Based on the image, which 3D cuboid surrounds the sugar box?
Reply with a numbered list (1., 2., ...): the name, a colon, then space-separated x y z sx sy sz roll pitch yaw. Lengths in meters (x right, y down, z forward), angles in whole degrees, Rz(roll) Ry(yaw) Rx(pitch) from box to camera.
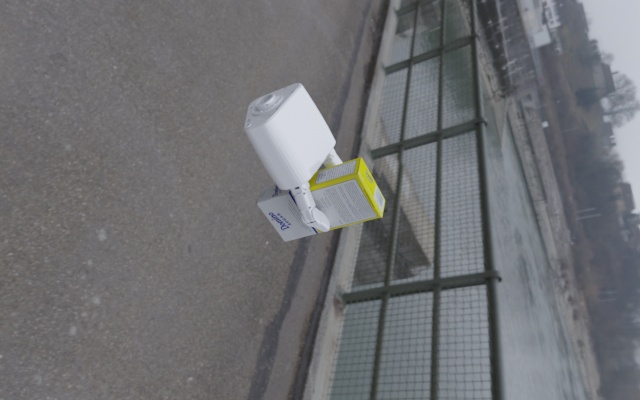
1. sugar box: 0.000 0.002 0.735 0.176 0.093 0.048 -13 37 27
